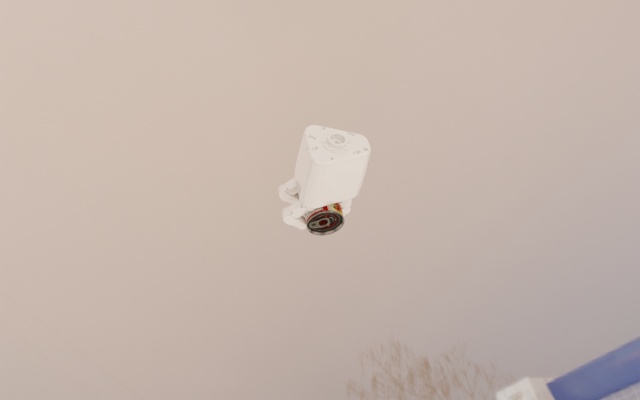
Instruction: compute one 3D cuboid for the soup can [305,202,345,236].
[{"bbox_3d":[0.000,0.003,0.866,0.068,0.102,0.069,-8,-39,-6],"label":"soup can"}]
